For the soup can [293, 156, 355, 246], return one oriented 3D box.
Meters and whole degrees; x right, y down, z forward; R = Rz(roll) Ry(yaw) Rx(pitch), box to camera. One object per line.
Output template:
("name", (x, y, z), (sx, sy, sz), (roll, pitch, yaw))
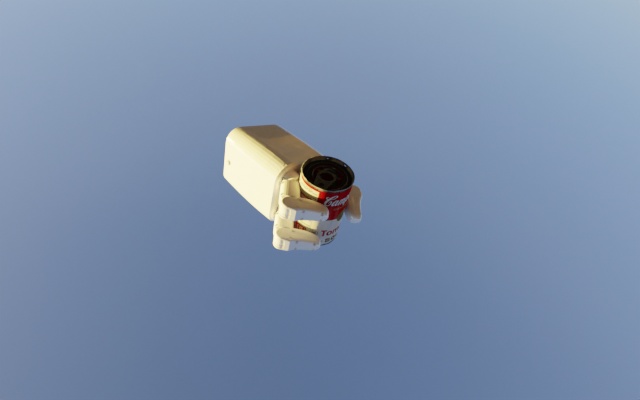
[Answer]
("soup can", (0.000, 0.002, 0.626), (0.068, 0.102, 0.068), (8, 42, -7))
